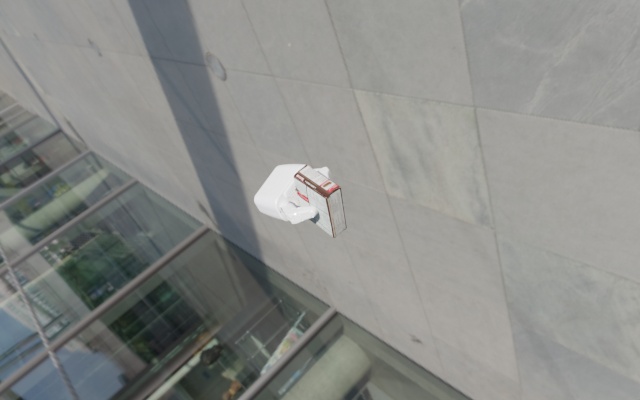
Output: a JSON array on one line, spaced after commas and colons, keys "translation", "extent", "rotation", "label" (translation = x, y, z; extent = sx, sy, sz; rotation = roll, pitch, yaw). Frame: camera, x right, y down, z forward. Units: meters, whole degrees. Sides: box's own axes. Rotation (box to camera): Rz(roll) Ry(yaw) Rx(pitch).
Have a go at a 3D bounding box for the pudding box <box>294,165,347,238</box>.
[{"translation": [0.000, 0.003, 0.859], "extent": [0.039, 0.114, 0.090], "rotation": [-40, 53, -22], "label": "pudding box"}]
